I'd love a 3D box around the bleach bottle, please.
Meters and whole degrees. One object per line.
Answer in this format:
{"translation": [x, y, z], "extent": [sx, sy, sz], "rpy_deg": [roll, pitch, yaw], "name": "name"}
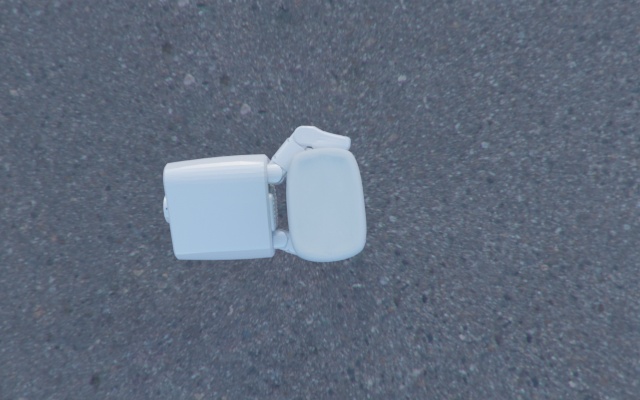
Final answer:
{"translation": [0.000, 0.002, 0.532], "extent": [0.068, 0.102, 0.251], "rpy_deg": [-5, 0, -2], "name": "bleach bottle"}
